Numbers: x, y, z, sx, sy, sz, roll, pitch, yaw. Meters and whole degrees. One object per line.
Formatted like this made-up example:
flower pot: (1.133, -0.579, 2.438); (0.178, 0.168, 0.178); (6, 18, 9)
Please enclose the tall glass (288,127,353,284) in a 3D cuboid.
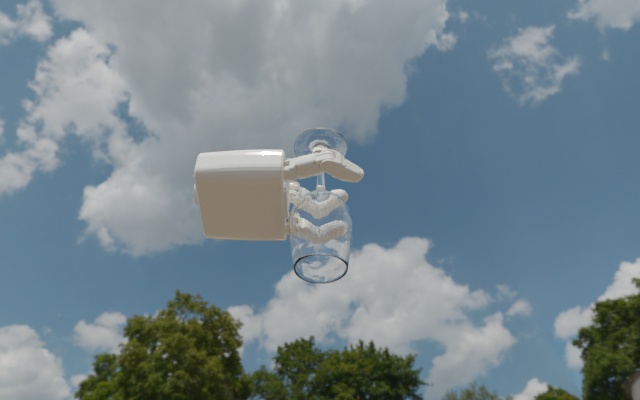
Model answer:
tall glass: (0.000, 0.001, 0.599); (0.079, 0.200, 0.079); (0, -41, 0)
